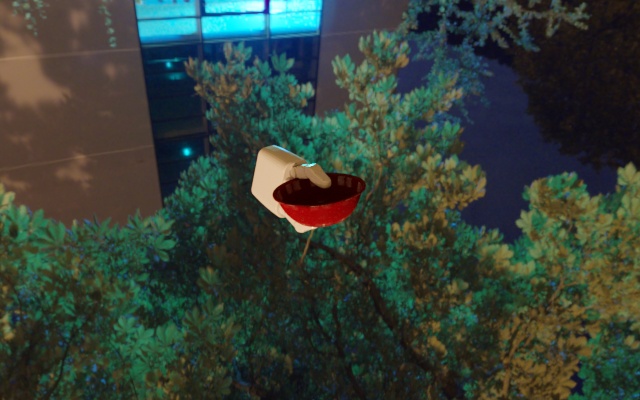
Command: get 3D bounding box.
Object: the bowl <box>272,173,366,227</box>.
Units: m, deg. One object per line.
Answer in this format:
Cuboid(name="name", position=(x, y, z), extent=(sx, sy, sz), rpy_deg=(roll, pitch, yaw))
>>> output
Cuboid(name="bowl", position=(0.001, 0.004, 0.826), extent=(0.162, 0.055, 0.162), rpy_deg=(-6, 21, 2))
